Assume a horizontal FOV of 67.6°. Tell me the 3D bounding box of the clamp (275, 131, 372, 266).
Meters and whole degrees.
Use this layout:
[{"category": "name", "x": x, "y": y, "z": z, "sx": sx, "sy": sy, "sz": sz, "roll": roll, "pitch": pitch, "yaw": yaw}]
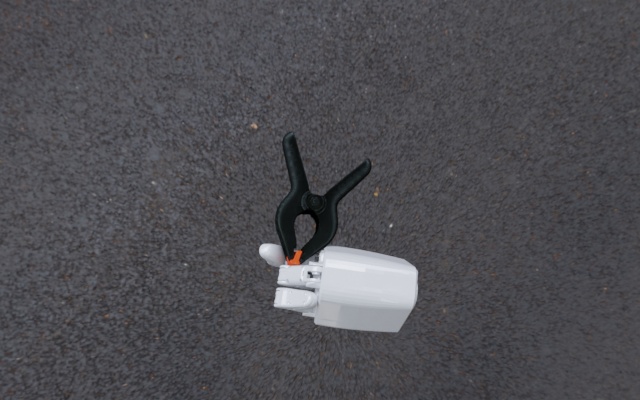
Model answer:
[{"category": "clamp", "x": 0.000, "y": 0.002, "z": 0.603, "sx": 0.120, "sy": 0.171, "sz": 0.039, "roll": 9, "pitch": -13, "yaw": -3}]
